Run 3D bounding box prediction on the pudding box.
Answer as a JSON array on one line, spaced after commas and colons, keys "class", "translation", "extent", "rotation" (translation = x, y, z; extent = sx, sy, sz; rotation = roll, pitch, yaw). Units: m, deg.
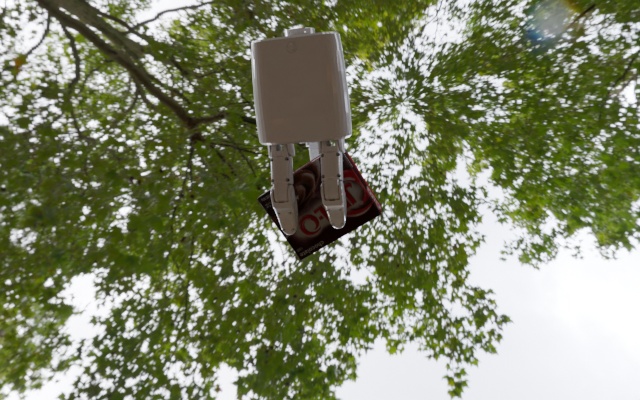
[{"class": "pudding box", "translation": [0.000, 0.002, 0.545], "extent": [0.113, 0.090, 0.039], "rotation": [-31, 10, 17]}]
